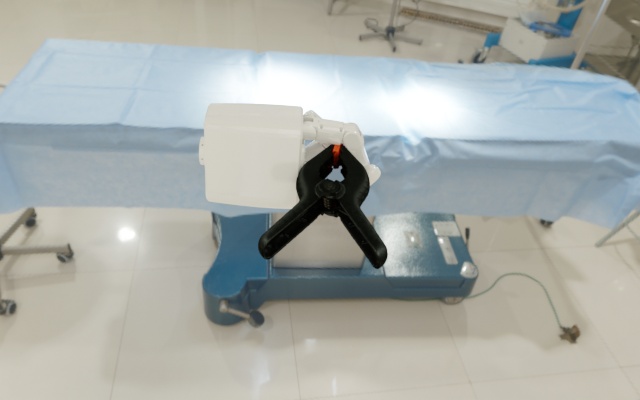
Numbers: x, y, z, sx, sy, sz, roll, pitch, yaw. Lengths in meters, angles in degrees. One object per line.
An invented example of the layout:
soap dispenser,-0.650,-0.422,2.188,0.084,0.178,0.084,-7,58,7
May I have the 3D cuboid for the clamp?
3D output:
clamp,0.000,0.001,0.492,0.120,0.039,0.171,3,41,-4
